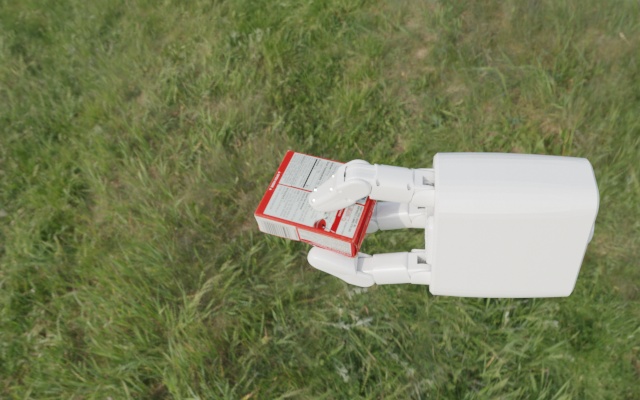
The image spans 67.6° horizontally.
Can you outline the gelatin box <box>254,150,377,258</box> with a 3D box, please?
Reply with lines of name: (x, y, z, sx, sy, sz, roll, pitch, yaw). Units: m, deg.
gelatin box: (0.000, 0.001, 0.403, 0.089, 0.073, 0.030, 15, -32, 15)
